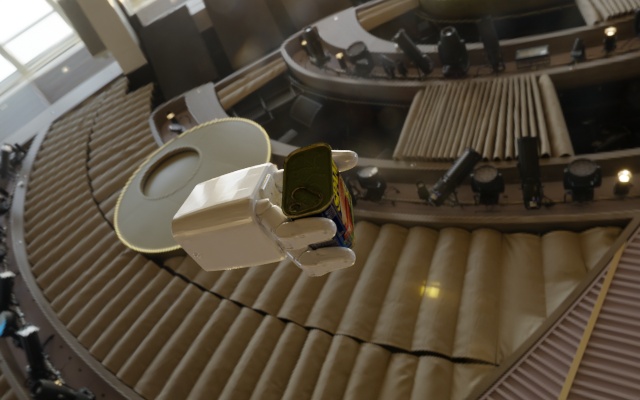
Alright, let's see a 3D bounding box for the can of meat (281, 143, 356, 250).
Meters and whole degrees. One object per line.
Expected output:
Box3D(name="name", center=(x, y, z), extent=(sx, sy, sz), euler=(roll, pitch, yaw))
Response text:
Box3D(name="can of meat", center=(0.000, 0.002, 0.533), extent=(0.057, 0.102, 0.084), euler=(-15, -45, 14))
